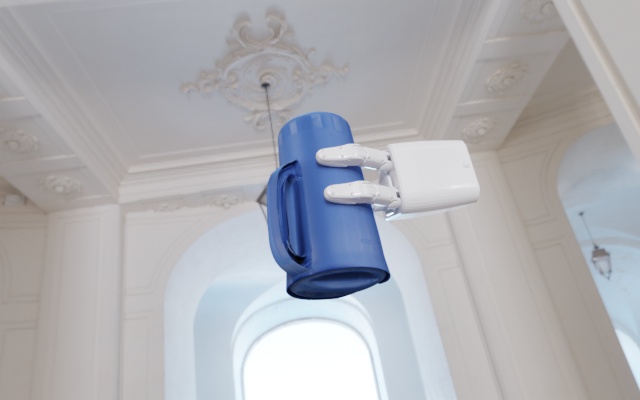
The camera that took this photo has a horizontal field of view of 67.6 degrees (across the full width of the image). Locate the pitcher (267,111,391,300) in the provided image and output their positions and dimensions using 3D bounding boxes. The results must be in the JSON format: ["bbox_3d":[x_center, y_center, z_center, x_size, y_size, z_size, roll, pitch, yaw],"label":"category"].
[{"bbox_3d":[0.000,0.002,0.640,0.145,0.242,0.149,-7,-26,-5],"label":"pitcher"}]
